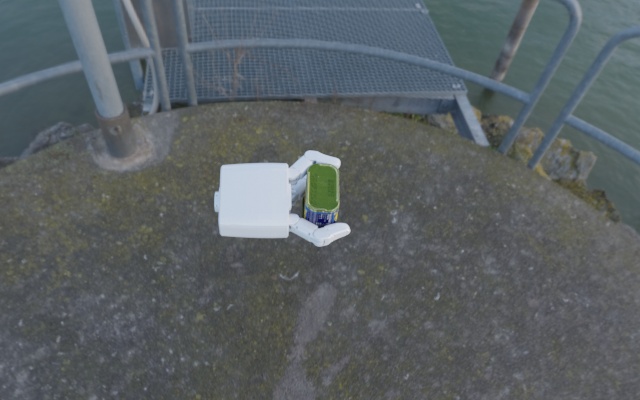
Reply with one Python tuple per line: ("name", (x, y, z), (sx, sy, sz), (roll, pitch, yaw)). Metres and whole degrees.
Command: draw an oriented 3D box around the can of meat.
("can of meat", (0.000, 0.002, 0.770), (0.057, 0.102, 0.084), (3, -38, -3))
